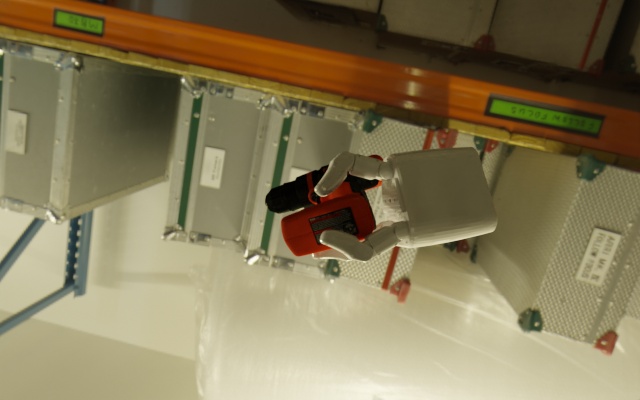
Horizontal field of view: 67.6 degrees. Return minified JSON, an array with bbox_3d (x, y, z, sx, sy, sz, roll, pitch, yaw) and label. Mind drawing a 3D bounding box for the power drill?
[{"bbox_3d":[0.000,0.002,0.624,0.184,0.057,0.187,-19,19,12],"label":"power drill"}]
